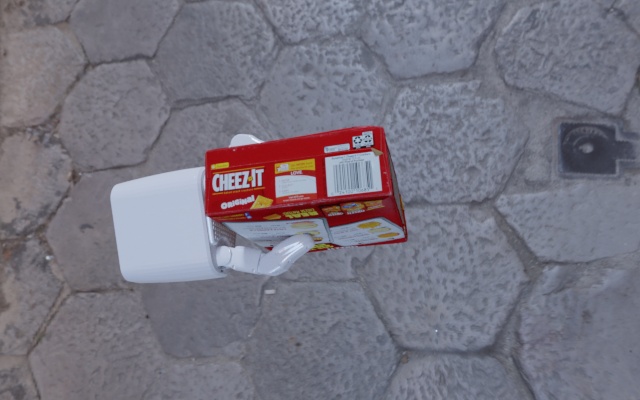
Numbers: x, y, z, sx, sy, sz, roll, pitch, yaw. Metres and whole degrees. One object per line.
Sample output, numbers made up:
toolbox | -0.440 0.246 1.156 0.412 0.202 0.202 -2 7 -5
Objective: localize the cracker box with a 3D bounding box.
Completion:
cracker box | 0.000 0.002 0.500 0.164 0.072 0.214 -7 -16 12
